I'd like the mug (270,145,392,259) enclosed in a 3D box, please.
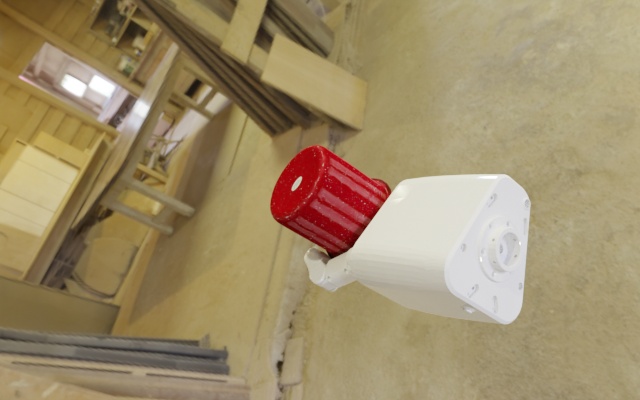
[{"bbox_3d":[-0.001,0.001,0.464,0.081,0.093,0.117,32,-20,-29],"label":"mug"}]
